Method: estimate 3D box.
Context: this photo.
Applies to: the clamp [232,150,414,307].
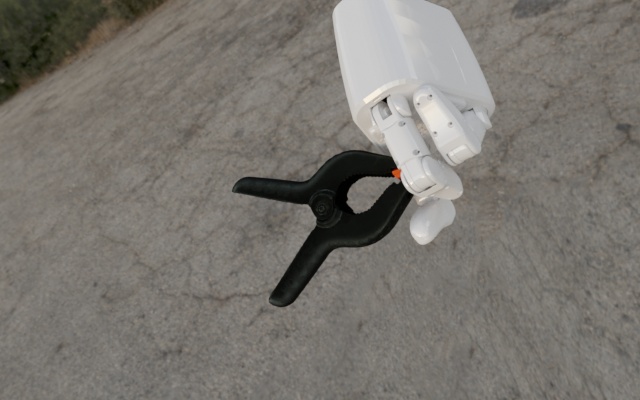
[{"bbox_3d":[0.000,0.001,0.401,0.171,0.120,0.039,-34,-10,18],"label":"clamp"}]
